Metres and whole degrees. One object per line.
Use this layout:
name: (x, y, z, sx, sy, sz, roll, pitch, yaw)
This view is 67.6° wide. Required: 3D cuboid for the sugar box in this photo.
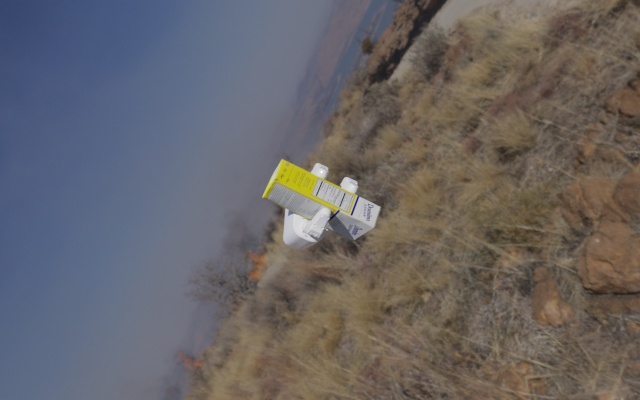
sugar box: (0.000, 0.002, 0.779, 0.176, 0.048, 0.093, 24, -23, -10)
